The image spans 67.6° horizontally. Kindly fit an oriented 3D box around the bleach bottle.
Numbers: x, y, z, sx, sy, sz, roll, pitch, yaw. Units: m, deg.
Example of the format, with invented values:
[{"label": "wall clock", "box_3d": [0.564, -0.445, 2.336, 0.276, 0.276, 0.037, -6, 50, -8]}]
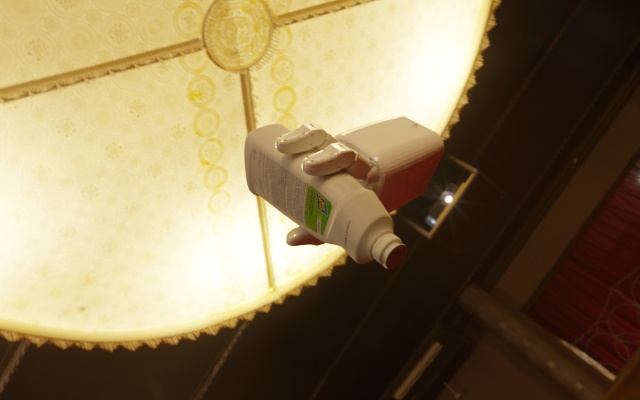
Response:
[{"label": "bleach bottle", "box_3d": [0.000, 0.002, 0.547, 0.068, 0.103, 0.250, -23, 42, -28]}]
